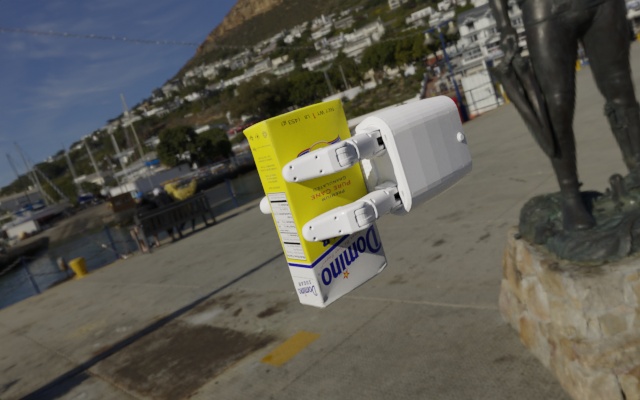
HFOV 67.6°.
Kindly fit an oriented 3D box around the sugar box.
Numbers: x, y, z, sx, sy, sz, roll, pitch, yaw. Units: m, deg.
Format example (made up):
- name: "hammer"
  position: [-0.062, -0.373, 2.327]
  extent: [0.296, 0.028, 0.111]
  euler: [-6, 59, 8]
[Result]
- name: "sugar box"
  position: [0.000, 0.001, 0.453]
  extent: [0.093, 0.176, 0.048]
  euler: [-25, 11, -35]
